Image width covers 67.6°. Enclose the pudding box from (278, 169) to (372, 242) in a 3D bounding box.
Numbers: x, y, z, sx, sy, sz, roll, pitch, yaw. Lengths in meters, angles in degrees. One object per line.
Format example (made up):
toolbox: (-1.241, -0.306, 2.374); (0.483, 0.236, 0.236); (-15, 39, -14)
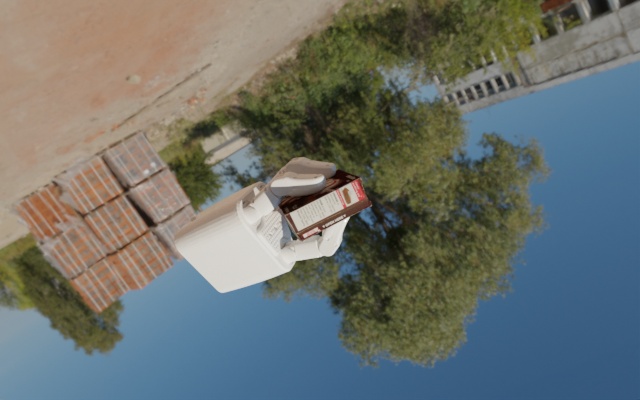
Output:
pudding box: (0.000, 0.002, 0.549); (0.090, 0.039, 0.113); (-28, 14, -5)
